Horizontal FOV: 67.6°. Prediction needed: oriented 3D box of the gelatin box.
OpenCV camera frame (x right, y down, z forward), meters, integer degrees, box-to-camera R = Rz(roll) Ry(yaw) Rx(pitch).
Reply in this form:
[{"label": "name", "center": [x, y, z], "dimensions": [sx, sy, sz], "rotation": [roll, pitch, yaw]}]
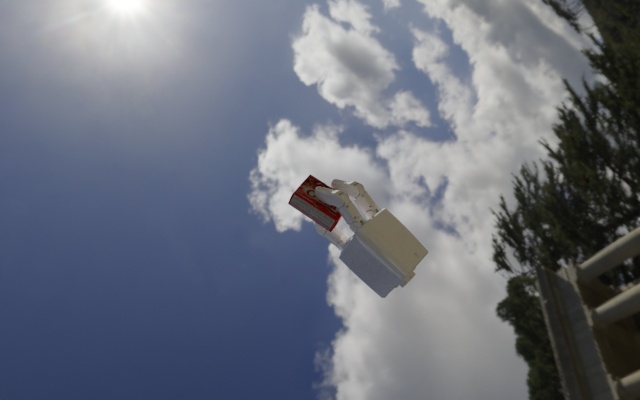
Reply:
[{"label": "gelatin box", "center": [0.000, 0.003, 0.812], "dimensions": [0.089, 0.030, 0.073], "rotation": [33, 37, 4]}]
